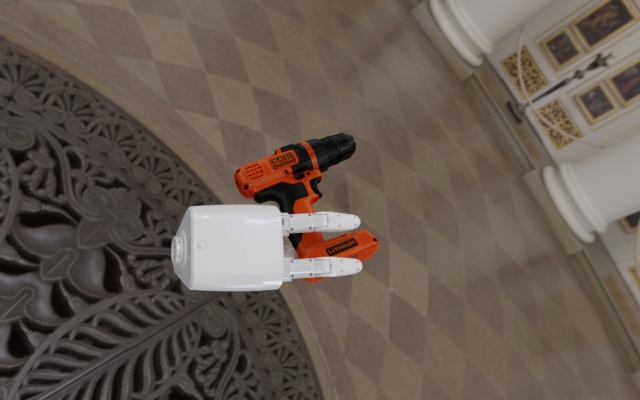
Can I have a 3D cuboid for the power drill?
[{"bbox_3d":[0.000,0.003,0.644,0.184,0.187,0.057,-23,-24,-18],"label":"power drill"}]
